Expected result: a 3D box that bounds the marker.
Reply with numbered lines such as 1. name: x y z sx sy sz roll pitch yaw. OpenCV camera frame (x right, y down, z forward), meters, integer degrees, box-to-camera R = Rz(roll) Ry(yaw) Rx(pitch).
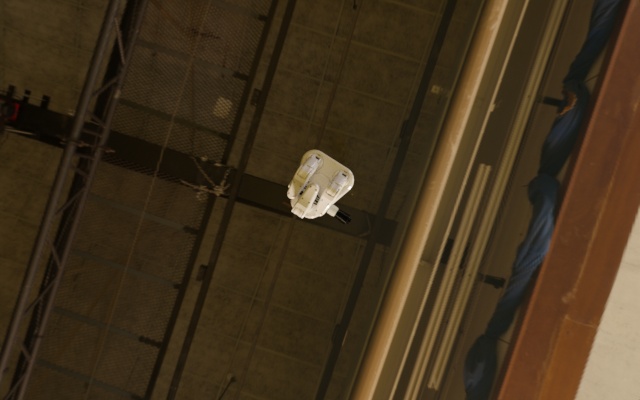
1. marker: 0.000 0.003 0.808 0.121 0.020 0.020 34 1 2
